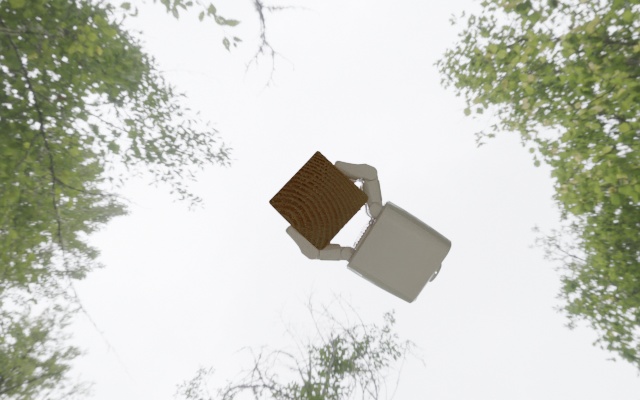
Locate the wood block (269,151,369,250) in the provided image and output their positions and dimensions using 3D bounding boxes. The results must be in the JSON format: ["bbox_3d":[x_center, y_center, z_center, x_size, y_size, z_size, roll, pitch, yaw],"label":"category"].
[{"bbox_3d":[0.000,0.003,0.675,0.090,0.091,0.206,43,0,2],"label":"wood block"}]
